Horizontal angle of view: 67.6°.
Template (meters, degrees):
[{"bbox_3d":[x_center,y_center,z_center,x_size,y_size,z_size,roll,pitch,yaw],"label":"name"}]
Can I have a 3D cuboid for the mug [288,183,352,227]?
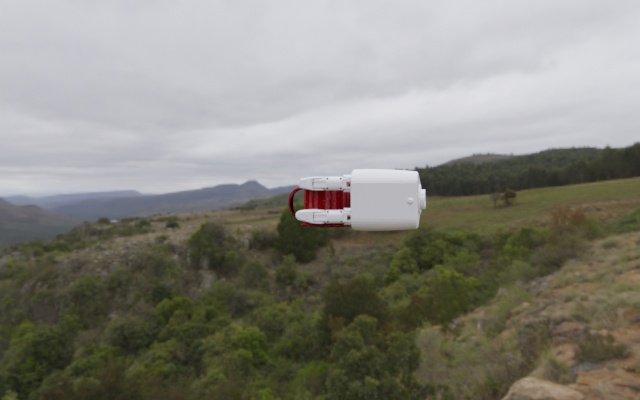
[{"bbox_3d":[-0.001,0.003,0.850,0.117,0.081,0.093,1,2,13],"label":"mug"}]
